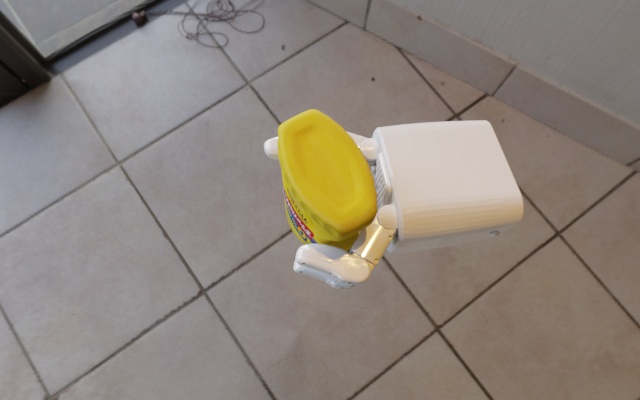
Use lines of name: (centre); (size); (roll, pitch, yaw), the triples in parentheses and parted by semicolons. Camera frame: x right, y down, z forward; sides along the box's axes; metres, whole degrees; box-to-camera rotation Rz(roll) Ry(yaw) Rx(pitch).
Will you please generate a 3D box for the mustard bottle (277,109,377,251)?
mustard bottle: (0.000, 0.001, 0.426); (0.058, 0.096, 0.192); (-30, -12, -10)
